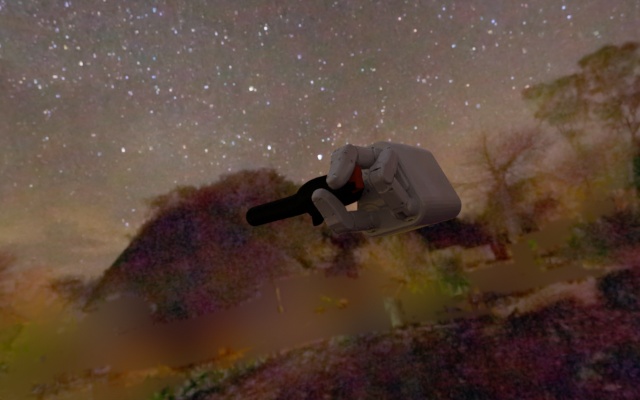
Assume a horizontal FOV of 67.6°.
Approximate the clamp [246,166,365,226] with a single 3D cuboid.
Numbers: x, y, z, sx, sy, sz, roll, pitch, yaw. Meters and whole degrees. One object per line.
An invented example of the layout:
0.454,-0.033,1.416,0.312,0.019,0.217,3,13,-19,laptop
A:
0.000,0.001,0.605,0.171,0.039,0.120,-21,-13,40,clamp
